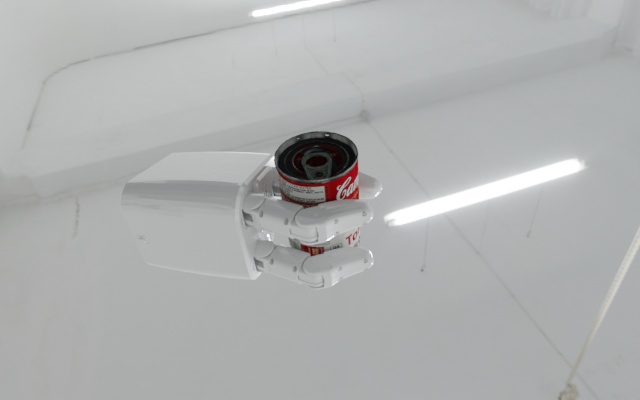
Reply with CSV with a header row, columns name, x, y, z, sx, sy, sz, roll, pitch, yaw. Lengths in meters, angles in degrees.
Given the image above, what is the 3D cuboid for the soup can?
name,x,y,z,sx,sy,sz,roll,pitch,yaw
soup can,0.001,0.002,0.414,0.068,0.102,0.068,-3,40,3
